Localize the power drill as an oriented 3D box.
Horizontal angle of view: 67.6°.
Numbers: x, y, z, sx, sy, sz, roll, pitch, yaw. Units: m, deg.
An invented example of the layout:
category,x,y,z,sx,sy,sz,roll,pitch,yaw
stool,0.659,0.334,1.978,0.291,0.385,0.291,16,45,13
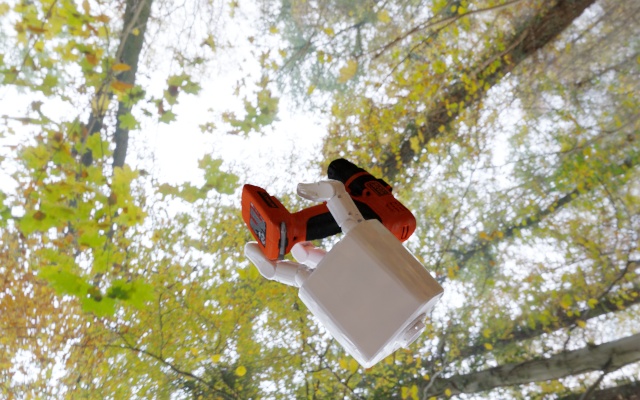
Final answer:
category,x,y,z,sx,sy,sz,roll,pitch,yaw
power drill,0.000,0.002,0.600,0.187,0.057,0.184,-10,32,-25
